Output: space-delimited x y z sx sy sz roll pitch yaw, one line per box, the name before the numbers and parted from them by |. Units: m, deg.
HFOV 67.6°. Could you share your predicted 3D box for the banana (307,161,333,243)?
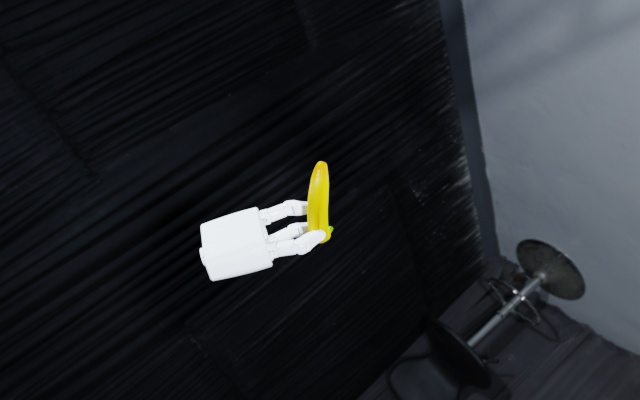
banana | -0.002 0.019 0.834 0.037 0.069 0.198 5 -37 7
